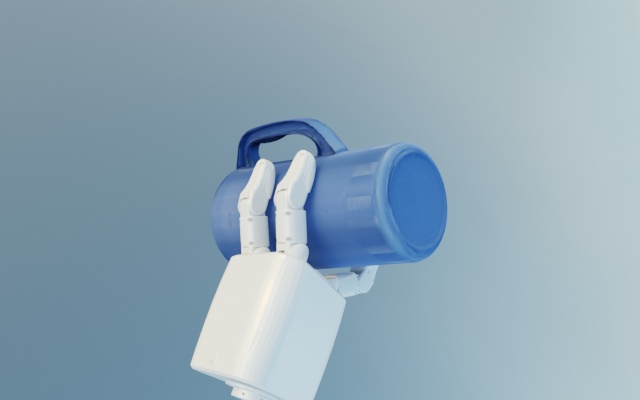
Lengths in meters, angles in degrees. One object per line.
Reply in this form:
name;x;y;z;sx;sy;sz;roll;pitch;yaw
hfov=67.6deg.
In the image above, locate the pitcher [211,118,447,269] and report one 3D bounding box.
pitcher;0.000;0.002;0.501;0.243;0.145;0.149;-8;-38;45
